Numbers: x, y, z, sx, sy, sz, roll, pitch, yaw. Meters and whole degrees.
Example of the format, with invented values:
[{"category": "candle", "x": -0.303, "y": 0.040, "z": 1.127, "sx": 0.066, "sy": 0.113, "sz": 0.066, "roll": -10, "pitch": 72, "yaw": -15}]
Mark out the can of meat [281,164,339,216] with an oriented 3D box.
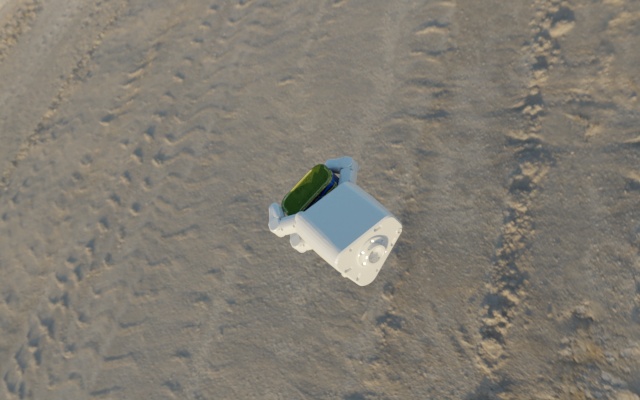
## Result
[{"category": "can of meat", "x": 0.000, "y": 0.002, "z": 0.760, "sx": 0.084, "sy": 0.102, "sz": 0.057, "roll": 40, "pitch": 4, "yaw": -43}]
